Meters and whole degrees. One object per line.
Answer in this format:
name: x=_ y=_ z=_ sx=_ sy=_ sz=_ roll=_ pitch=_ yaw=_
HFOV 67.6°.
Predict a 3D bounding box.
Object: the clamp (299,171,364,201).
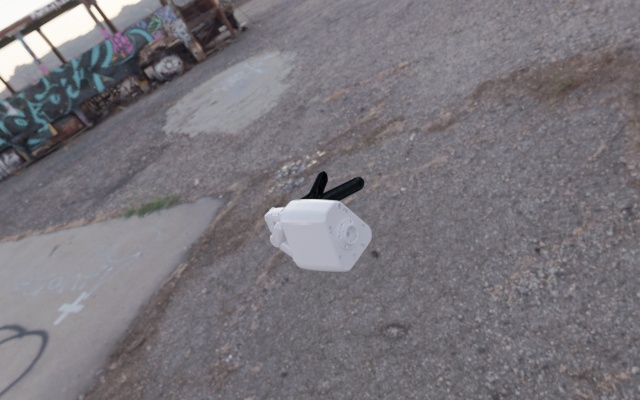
clamp: x=0.000 y=0.002 z=0.874 sx=0.120 sy=0.039 sz=0.171 roll=-2 pitch=40 yaw=48
